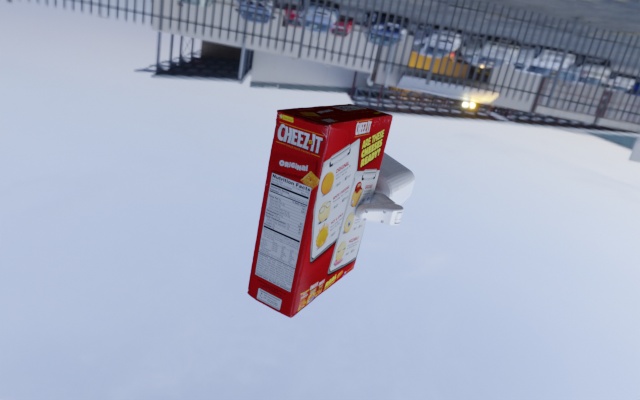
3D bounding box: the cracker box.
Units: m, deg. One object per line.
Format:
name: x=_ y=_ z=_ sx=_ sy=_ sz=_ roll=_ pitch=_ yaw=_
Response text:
cracker box: x=0.000 y=0.002 z=0.551 sx=0.072 sy=0.214 sz=0.164 roll=21 pitch=21 yaw=24
